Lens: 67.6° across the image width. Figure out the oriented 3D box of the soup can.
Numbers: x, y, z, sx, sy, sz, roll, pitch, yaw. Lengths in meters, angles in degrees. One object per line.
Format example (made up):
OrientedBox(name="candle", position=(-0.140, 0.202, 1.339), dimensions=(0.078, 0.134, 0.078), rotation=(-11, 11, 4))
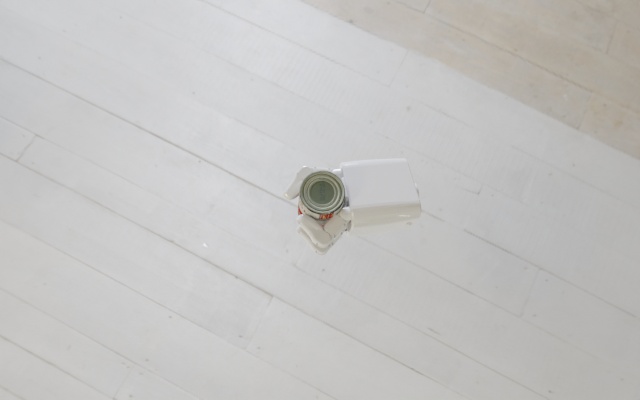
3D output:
OrientedBox(name="soup can", position=(0.000, 0.002, 0.727), dimensions=(0.068, 0.068, 0.102), rotation=(0, -17, -4))
